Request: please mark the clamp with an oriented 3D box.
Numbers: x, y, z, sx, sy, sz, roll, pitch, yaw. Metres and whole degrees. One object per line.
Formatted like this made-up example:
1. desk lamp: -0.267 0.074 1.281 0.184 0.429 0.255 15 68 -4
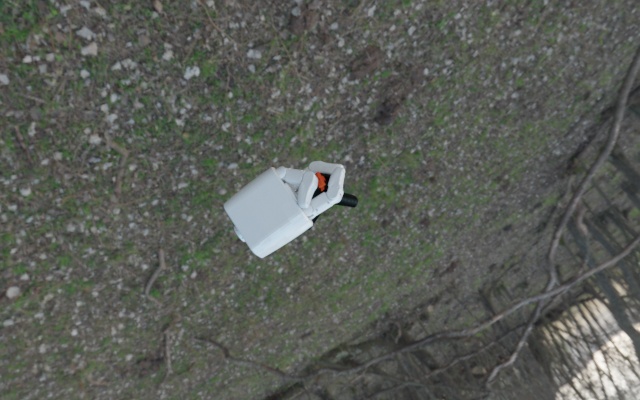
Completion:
1. clamp: 0.000 0.003 0.866 0.120 0.039 0.171 -35 -27 2
